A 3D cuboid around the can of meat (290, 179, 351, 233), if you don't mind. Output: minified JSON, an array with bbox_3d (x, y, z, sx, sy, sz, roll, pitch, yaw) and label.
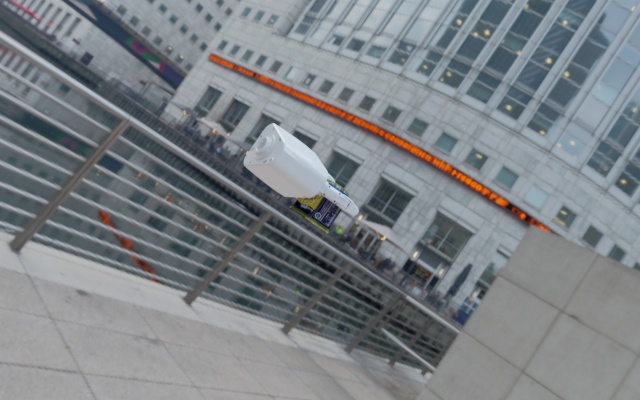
[{"bbox_3d":[0.000,0.003,0.898,0.057,0.084,0.102,36,-3,-31],"label":"can of meat"}]
